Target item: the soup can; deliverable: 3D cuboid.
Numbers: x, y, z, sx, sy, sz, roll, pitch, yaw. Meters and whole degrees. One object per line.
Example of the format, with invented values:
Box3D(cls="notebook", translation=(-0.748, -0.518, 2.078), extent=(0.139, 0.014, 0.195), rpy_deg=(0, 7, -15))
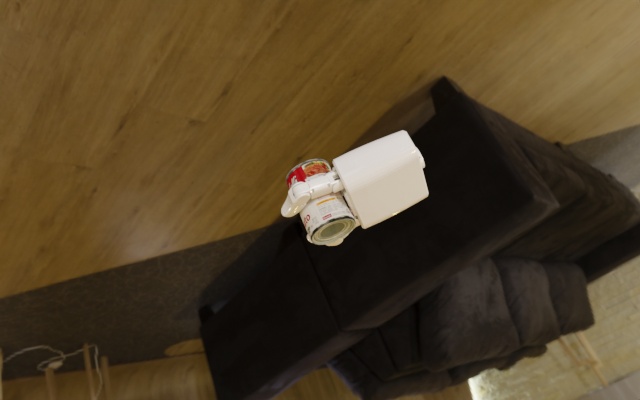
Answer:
Box3D(cls="soup can", translation=(0.000, 0.003, 0.669), extent=(0.068, 0.102, 0.068), rpy_deg=(-19, -28, -10))
